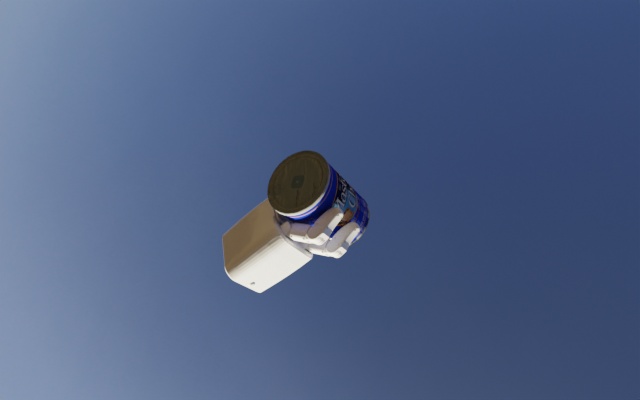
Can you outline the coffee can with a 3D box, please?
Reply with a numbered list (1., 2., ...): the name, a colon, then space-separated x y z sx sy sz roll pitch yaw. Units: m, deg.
1. coffee can: 0.000 0.002 0.731 0.103 0.102 0.140 0 -25 33
